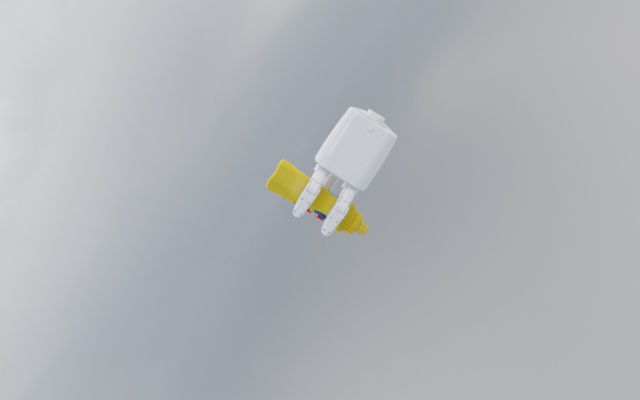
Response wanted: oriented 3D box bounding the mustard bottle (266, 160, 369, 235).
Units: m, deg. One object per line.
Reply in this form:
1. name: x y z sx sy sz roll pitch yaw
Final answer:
1. mustard bottle: 0.000 0.003 0.827 0.191 0.058 0.096 32 -7 -5
